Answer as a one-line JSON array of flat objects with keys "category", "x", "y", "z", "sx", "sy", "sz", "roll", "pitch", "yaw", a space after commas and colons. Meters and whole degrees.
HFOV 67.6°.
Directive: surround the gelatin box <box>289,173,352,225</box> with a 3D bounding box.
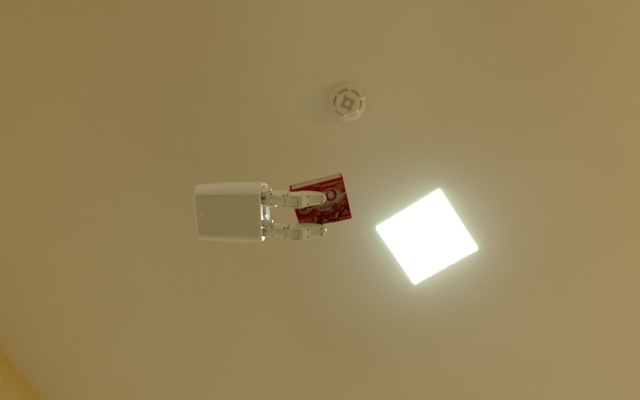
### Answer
[{"category": "gelatin box", "x": 0.000, "y": 0.002, "z": 0.778, "sx": 0.089, "sy": 0.073, "sz": 0.030, "roll": -14, "pitch": 18, "yaw": 0}]
